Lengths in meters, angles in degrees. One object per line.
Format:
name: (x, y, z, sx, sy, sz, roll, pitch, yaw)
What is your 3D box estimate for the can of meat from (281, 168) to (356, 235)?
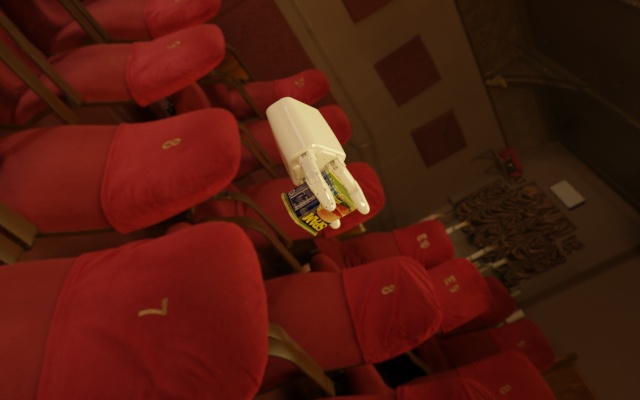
can of meat: (0.000, 0.002, 0.757, 0.084, 0.057, 0.102, -31, -28, 9)
